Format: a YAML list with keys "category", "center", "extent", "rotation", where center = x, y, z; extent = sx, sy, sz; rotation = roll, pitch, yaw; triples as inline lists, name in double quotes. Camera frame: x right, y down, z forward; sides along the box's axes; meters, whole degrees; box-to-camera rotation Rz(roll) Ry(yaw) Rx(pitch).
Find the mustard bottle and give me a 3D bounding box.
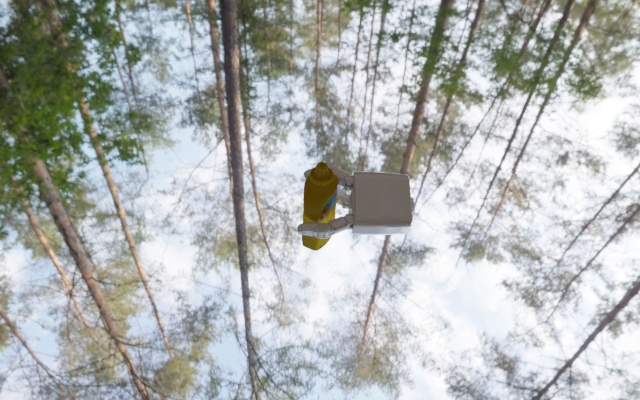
- category: "mustard bottle"
  center: [0.000, 0.003, 0.882]
  extent: [0.058, 0.096, 0.192]
  rotation: [21, -39, 14]
